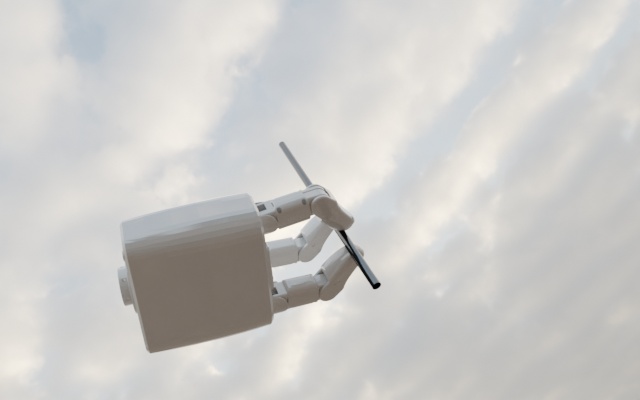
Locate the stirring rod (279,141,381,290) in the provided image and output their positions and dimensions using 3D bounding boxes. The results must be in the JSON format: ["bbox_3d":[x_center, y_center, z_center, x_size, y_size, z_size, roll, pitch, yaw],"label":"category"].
[{"bbox_3d":[0.000,0.002,0.475,0.011,0.011,0.239,0,34,-27],"label":"stirring rod"}]
